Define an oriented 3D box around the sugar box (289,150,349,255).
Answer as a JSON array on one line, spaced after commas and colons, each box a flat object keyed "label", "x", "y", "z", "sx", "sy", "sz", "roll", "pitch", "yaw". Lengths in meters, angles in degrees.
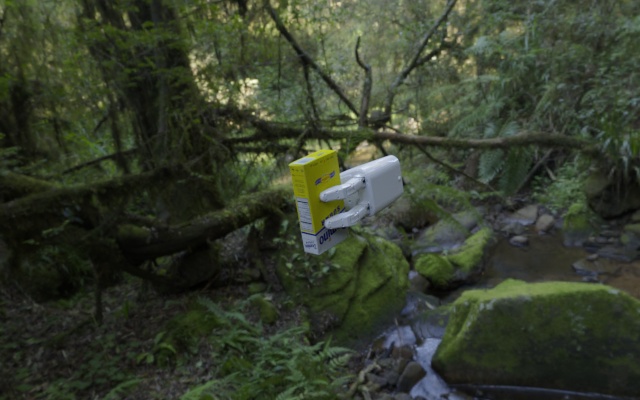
[{"label": "sugar box", "x": 0.001, "y": 0.003, "z": 0.887, "sx": 0.048, "sy": 0.176, "sz": 0.093, "roll": 6, "pitch": 25, "yaw": 44}]
